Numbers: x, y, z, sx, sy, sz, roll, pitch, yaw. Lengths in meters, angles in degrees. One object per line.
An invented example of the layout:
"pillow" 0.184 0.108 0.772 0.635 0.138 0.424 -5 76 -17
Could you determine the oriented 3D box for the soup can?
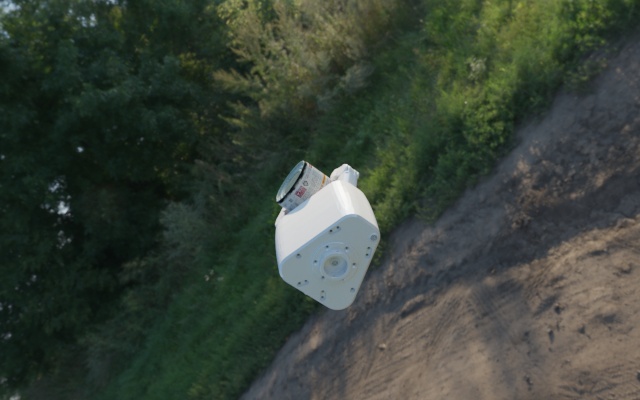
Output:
"soup can" 0.000 0.002 0.638 0.102 0.068 0.068 34 -10 -15
